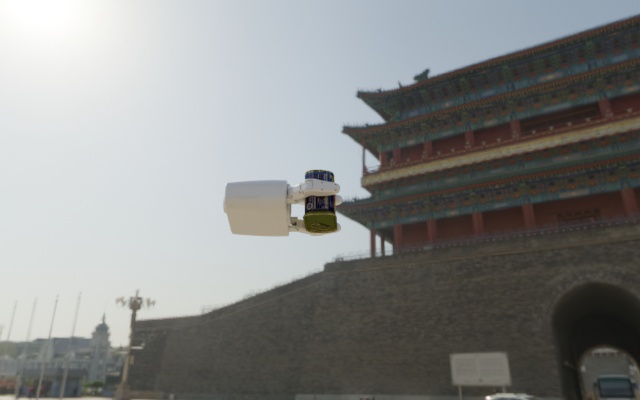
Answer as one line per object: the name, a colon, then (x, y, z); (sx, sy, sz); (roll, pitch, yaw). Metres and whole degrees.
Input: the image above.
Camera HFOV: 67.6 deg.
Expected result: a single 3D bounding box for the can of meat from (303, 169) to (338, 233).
can of meat: (0.000, 0.002, 0.841); (0.057, 0.084, 0.102); (-2, -21, 3)
